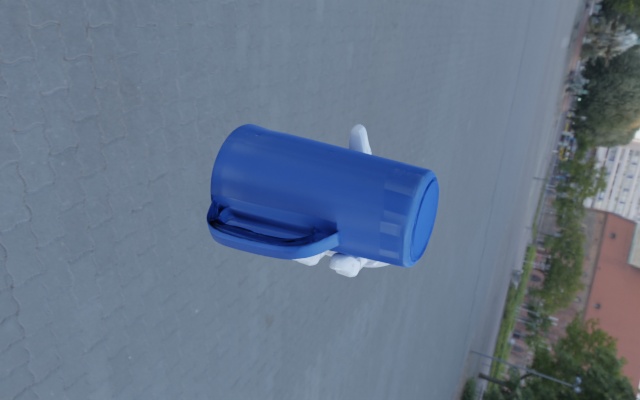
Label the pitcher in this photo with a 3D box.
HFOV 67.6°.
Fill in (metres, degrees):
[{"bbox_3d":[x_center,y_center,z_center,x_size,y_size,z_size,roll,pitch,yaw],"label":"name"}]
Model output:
[{"bbox_3d":[0.000,0.002,0.547,0.243,0.149,0.145,14,-4,24],"label":"pitcher"}]
